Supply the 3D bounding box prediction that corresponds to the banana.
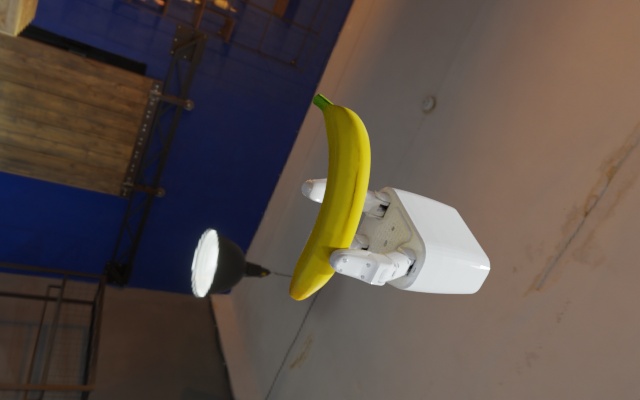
[{"bbox_3d":[0.011,-0.001,0.439,0.037,0.198,0.069,11,-3,-35],"label":"banana"}]
